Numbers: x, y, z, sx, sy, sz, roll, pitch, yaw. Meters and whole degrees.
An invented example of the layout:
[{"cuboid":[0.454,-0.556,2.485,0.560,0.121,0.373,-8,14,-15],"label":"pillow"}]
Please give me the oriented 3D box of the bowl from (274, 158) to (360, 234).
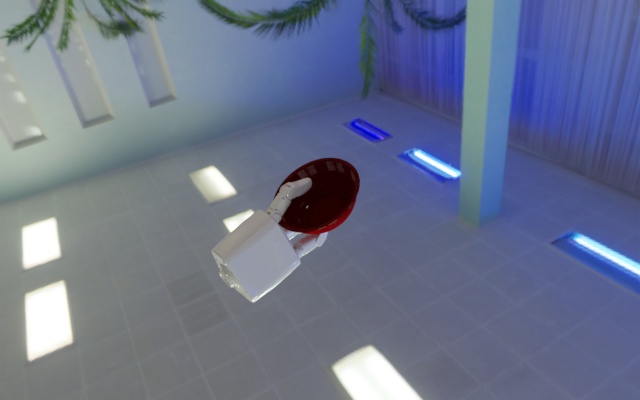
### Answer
[{"cuboid":[0.001,0.002,0.828,0.162,0.162,0.055,0,-37,30],"label":"bowl"}]
